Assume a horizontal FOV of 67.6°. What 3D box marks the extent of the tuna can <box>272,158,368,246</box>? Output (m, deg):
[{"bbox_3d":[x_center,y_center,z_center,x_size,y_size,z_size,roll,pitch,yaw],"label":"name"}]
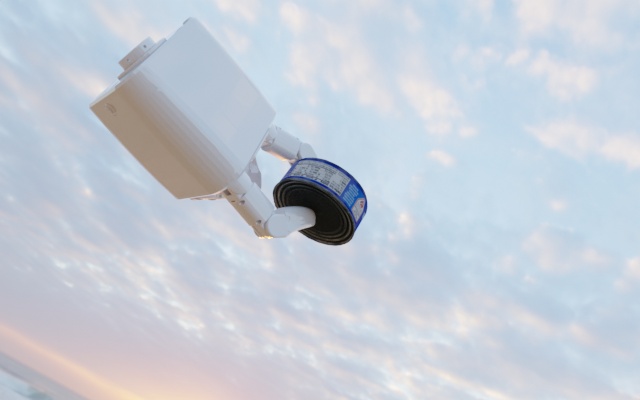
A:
[{"bbox_3d":[0.000,0.001,0.447,0.086,0.086,0.033,0,44,40],"label":"tuna can"}]
